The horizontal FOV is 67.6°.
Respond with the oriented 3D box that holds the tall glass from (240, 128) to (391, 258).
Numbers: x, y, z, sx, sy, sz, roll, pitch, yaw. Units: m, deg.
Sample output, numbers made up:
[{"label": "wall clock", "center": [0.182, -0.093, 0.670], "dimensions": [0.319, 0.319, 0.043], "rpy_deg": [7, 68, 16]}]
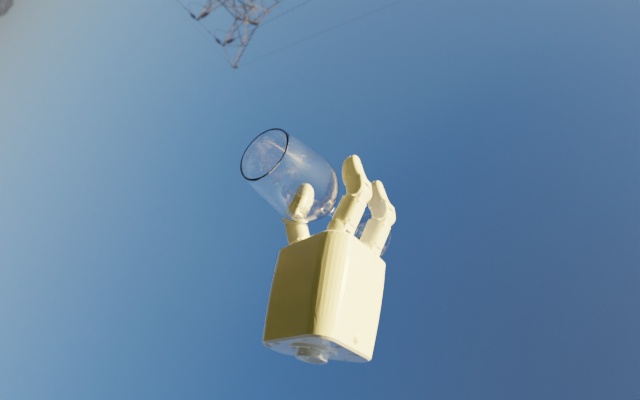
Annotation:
[{"label": "tall glass", "center": [0.000, 0.002, 0.536], "dimensions": [0.079, 0.079, 0.201], "rpy_deg": [0, -29, 40]}]
